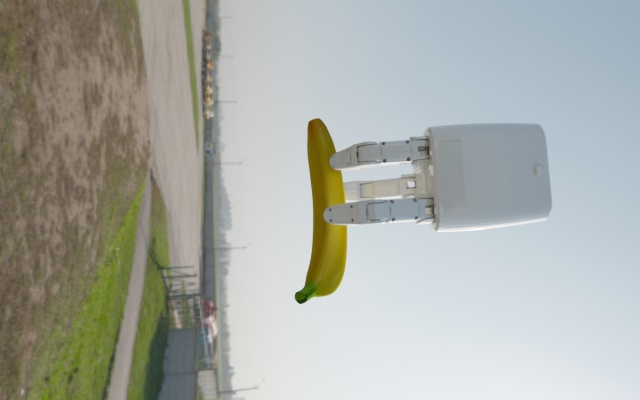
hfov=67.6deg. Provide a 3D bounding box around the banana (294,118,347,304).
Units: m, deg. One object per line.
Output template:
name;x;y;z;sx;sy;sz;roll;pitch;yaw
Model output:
banana;0.005;0.013;0.480;0.037;0.197;0.070;-6;-28;15
